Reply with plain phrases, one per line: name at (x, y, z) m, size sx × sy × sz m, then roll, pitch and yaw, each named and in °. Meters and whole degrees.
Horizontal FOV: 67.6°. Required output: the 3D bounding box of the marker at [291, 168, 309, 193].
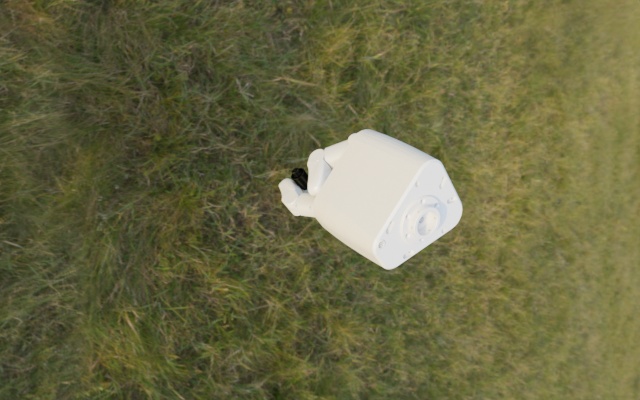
marker at (0.000, 0.002, 0.601) m, size 0.020 × 0.020 × 0.121 m, roll 0°, pitch -38°, yaw 39°
